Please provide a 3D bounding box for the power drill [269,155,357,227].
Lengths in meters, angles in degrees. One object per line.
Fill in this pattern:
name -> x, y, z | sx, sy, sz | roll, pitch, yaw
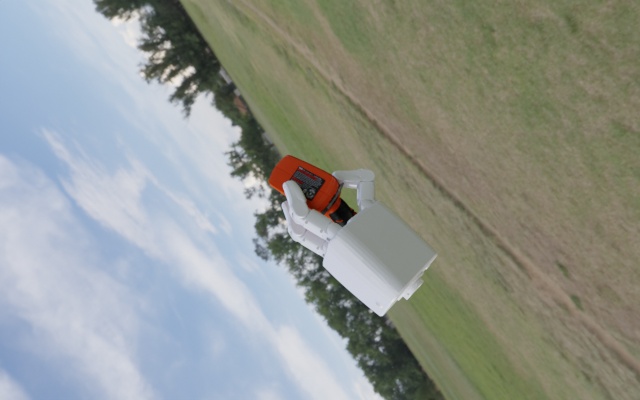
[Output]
power drill -> 0.000, 0.002, 0.729 | 0.184, 0.057, 0.188 | 27, -8, 33
